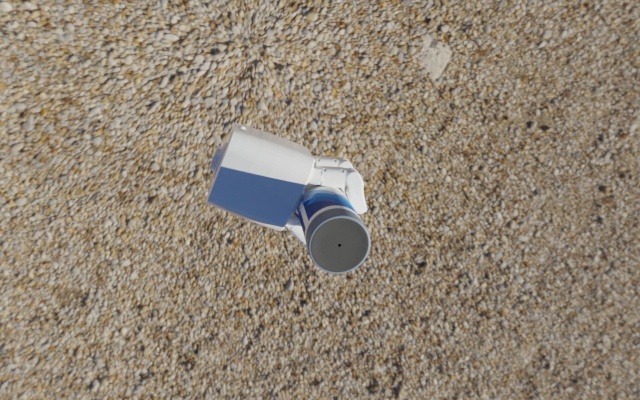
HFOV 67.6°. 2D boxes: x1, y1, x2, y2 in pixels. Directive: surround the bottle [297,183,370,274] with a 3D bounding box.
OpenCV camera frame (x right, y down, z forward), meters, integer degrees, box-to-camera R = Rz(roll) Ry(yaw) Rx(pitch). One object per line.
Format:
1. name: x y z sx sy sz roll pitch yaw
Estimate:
1. bottle: 0.000 0.002 0.637 0.069 0.069 0.295 0 18 -8
